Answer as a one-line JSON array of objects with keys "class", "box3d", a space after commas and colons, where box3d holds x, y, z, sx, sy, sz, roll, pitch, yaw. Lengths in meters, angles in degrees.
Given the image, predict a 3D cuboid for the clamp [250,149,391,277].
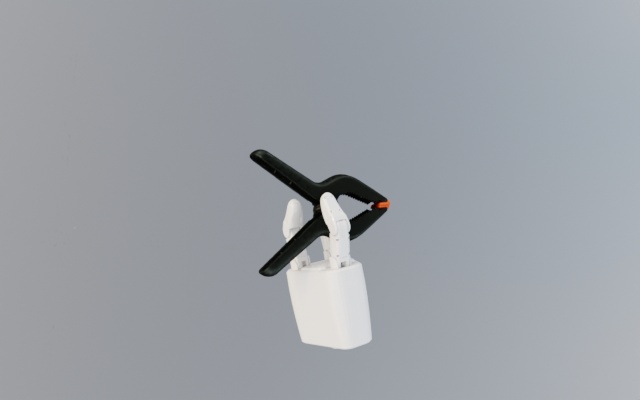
[{"class": "clamp", "box3d": [0.001, 0.002, 0.655, 0.210, 0.164, 0.036, -11, 0, -27]}]
